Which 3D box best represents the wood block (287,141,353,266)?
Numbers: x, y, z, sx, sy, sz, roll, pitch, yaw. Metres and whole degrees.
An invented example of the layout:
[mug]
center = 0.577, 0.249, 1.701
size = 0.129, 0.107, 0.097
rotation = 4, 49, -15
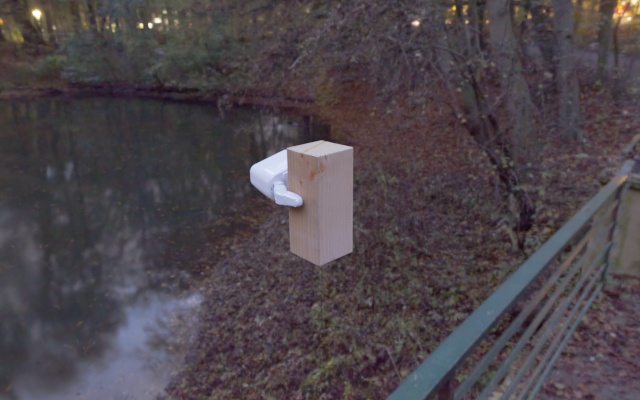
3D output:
[wood block]
center = 0.000, 0.003, 0.891
size = 0.091, 0.206, 0.090
rotation = -18, 26, -38
